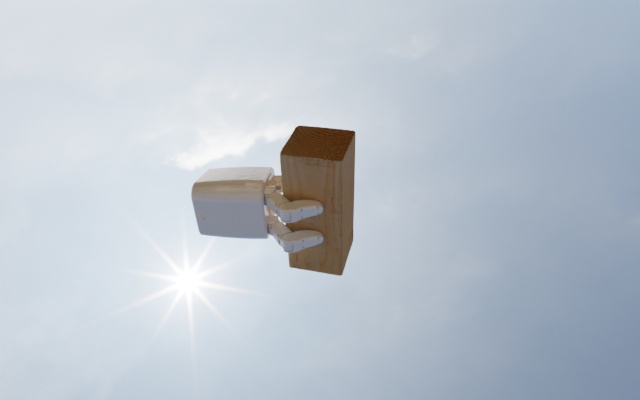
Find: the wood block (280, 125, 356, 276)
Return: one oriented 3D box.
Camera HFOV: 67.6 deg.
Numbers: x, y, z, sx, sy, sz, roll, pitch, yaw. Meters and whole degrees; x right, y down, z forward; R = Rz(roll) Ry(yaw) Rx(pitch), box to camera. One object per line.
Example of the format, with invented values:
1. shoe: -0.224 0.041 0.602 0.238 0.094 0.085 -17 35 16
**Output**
1. wood block: 0.000 0.002 0.719 0.090 0.206 0.090 7 37 12
